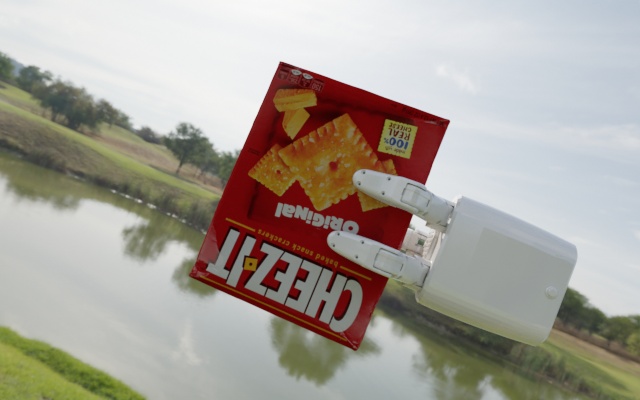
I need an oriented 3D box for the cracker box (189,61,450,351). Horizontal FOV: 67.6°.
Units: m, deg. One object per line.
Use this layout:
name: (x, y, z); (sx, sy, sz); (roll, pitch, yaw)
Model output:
cracker box: (0.000, 0.001, 0.438); (0.164, 0.213, 0.072); (22, -3, 7)
